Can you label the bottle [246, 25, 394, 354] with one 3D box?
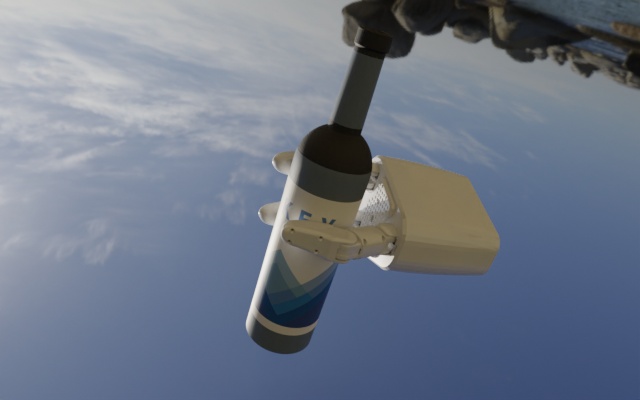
[{"bbox_3d":[0.000,0.002,0.415,0.069,0.296,0.069,15,24,-7],"label":"bottle"}]
